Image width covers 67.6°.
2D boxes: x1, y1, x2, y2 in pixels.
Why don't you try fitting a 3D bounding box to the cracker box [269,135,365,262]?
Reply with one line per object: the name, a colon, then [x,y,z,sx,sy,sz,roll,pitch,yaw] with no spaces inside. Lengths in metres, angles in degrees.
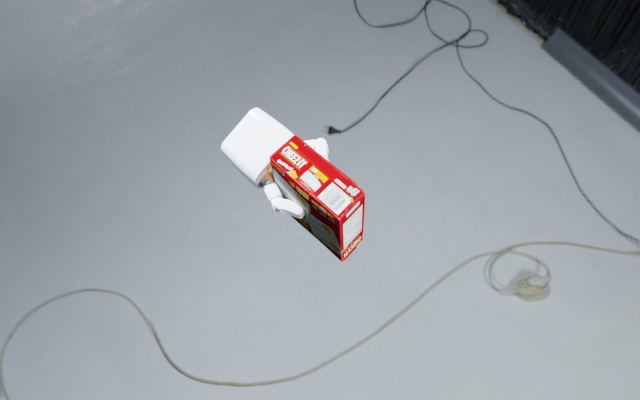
cracker box: [0.000,0.003,0.852,0.164,0.072,0.214,41,-16,20]
